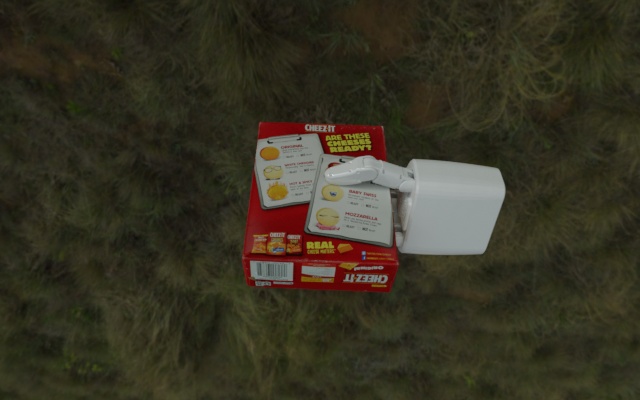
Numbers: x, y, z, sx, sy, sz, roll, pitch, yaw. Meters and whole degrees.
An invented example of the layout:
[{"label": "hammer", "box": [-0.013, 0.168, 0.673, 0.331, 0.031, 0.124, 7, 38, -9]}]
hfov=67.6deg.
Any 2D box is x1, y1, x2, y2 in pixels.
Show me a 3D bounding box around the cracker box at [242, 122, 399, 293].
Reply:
[{"label": "cracker box", "box": [0.000, 0.002, 0.577, 0.164, 0.213, 0.072, 2, -40, -2]}]
